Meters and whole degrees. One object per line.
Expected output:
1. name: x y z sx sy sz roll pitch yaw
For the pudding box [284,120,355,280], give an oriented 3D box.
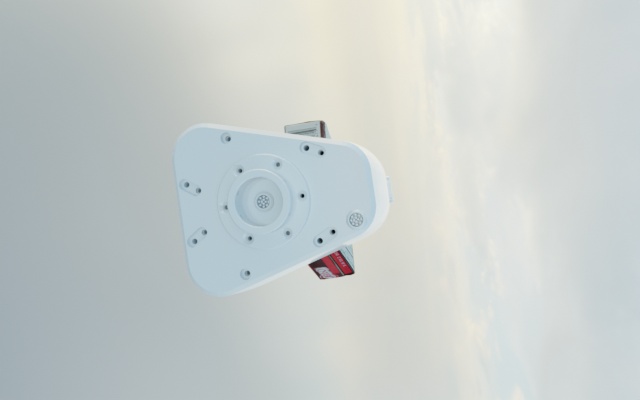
1. pudding box: 0.000 0.001 0.414 0.039 0.113 0.090 -8 -29 12
